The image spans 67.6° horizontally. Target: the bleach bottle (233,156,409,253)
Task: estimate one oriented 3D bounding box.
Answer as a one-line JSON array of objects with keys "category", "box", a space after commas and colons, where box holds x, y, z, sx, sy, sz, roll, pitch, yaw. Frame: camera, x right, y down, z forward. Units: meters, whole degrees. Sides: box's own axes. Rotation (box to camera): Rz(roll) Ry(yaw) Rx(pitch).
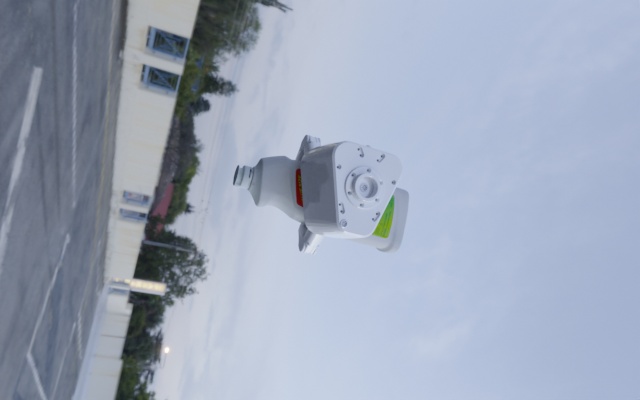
[{"category": "bleach bottle", "box": [0.000, 0.002, 0.677, 0.251, 0.102, 0.068, 14, -6, -20]}]
